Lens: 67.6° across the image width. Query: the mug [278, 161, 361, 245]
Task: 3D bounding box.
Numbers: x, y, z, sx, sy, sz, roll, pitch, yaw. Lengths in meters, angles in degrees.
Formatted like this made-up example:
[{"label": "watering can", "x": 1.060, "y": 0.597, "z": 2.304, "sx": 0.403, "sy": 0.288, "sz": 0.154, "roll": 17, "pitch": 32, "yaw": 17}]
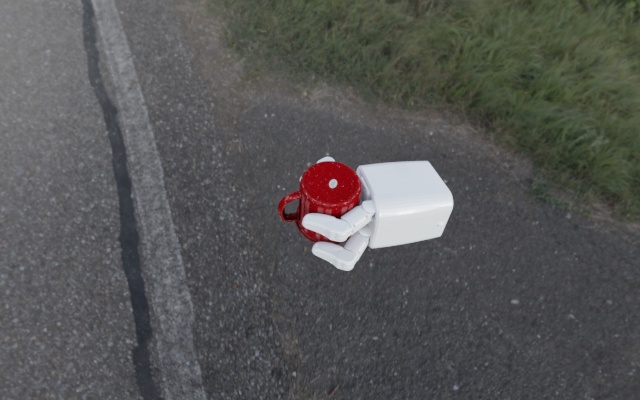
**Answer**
[{"label": "mug", "x": -0.001, "y": 0.002, "z": 0.650, "sx": 0.117, "sy": 0.093, "sz": 0.082, "roll": -7, "pitch": -37, "yaw": -9}]
